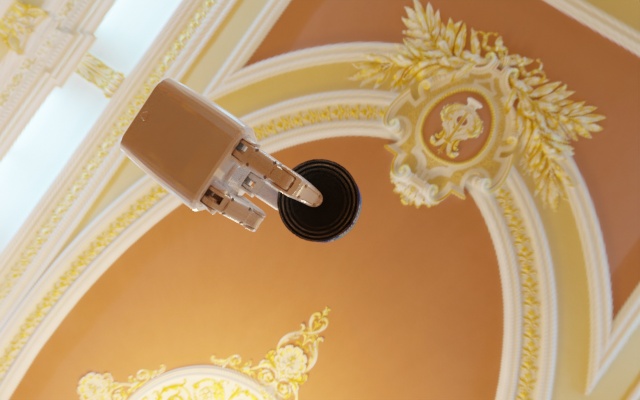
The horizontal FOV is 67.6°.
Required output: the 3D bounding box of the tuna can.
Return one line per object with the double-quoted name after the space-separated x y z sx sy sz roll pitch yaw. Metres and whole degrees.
0.000 0.002 0.502 0.086 0.086 0.034 0 -8 11 "tuna can"
